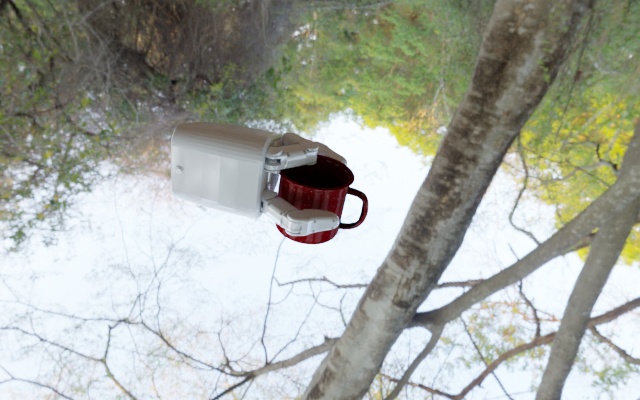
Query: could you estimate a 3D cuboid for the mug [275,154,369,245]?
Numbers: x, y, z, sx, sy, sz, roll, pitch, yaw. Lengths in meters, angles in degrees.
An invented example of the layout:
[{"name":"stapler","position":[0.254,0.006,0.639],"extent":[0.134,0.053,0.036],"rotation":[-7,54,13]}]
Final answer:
[{"name":"mug","position":[0.001,0.002,0.578],"extent":[0.117,0.081,0.093],"rotation":[13,30,5]}]
